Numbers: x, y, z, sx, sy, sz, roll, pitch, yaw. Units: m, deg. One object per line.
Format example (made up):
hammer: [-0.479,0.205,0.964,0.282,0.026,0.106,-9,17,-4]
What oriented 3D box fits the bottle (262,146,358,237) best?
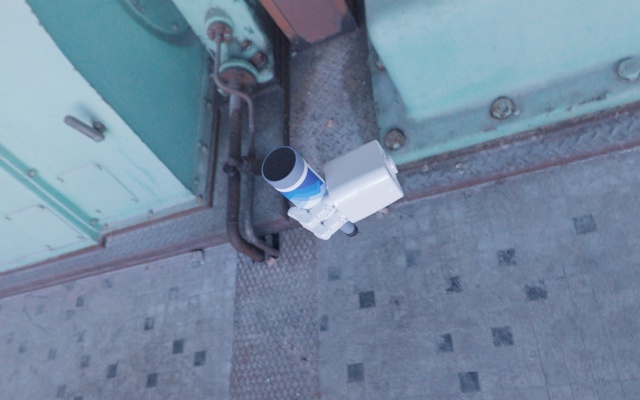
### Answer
bottle: [0.000,0.003,0.874,0.069,0.069,0.296,0,-24,29]
